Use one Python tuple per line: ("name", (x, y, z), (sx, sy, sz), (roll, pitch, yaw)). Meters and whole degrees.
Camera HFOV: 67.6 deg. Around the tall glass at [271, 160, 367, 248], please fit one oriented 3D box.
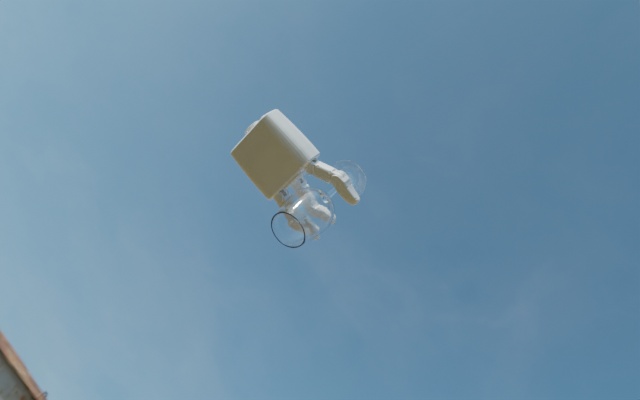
("tall glass", (0.001, 0.002, 0.789), (0.079, 0.079, 0.201), (0, 25, 33))
